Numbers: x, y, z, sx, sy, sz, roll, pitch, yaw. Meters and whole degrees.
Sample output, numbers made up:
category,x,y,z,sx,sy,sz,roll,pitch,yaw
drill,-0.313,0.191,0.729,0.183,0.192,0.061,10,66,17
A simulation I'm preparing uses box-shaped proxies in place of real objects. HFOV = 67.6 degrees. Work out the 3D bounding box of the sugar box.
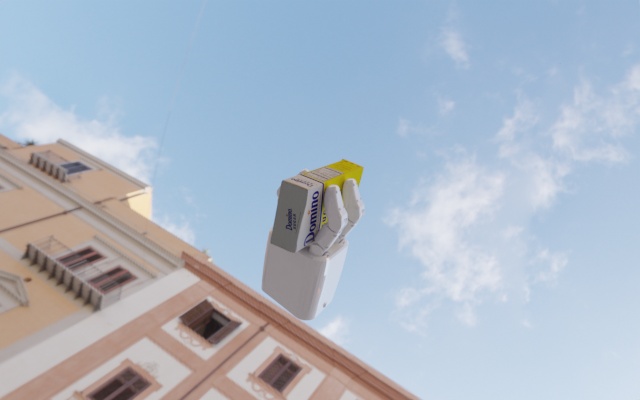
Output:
category,x,y,z,sx,sy,sz,roll,pitch,yaw
sugar box,0.001,0.003,0.676,0.048,0.093,0.176,21,23,20
